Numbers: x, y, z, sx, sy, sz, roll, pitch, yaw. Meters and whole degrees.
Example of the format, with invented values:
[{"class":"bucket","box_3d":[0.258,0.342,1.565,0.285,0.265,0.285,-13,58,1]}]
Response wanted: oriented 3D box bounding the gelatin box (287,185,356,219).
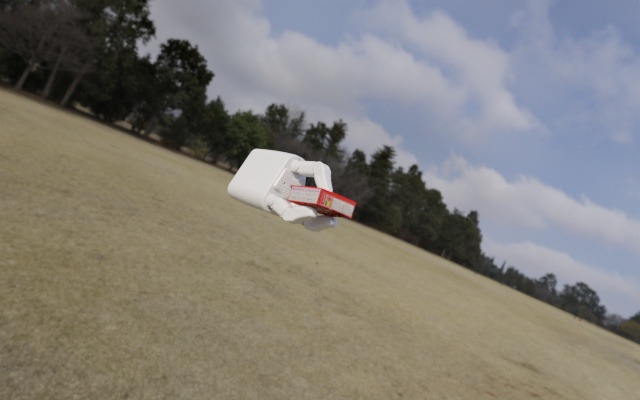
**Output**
[{"class":"gelatin box","box_3d":[0.000,0.002,0.765,0.073,0.030,0.089,23,-10,-35]}]
